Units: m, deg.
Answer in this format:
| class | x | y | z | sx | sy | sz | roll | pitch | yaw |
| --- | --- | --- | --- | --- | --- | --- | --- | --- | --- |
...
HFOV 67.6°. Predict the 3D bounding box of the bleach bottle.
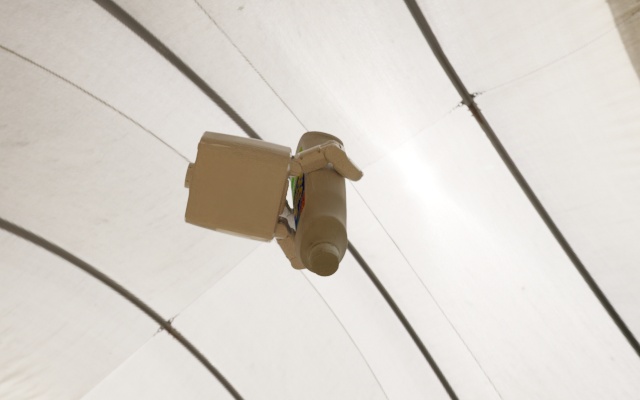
| class | x | y | z | sx | sy | sz | roll | pitch | yaw |
| --- | --- | --- | --- | --- | --- | --- | --- | --- | --- |
| bleach bottle | 0.000 | 0.002 | 0.578 | 0.068 | 0.103 | 0.250 | 12 | 24 | -9 |
